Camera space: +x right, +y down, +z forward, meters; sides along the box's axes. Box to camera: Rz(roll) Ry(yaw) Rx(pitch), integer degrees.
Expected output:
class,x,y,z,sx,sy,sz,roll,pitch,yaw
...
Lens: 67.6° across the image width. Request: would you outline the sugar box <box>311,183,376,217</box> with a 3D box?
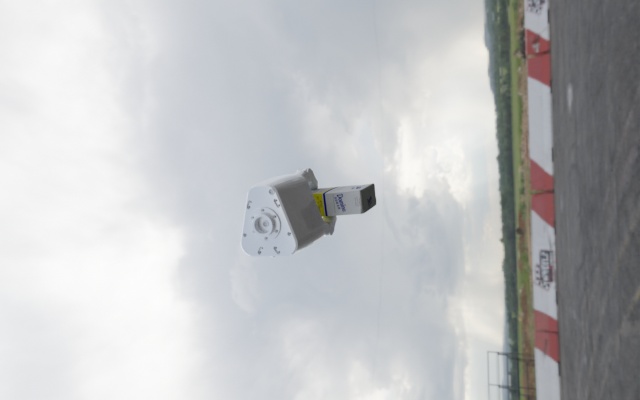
class,x,y,z,sx,sy,sz,roll,pitch,yaw
sugar box,0.000,0.003,0.825,0.176,0.048,0.093,-2,9,22
